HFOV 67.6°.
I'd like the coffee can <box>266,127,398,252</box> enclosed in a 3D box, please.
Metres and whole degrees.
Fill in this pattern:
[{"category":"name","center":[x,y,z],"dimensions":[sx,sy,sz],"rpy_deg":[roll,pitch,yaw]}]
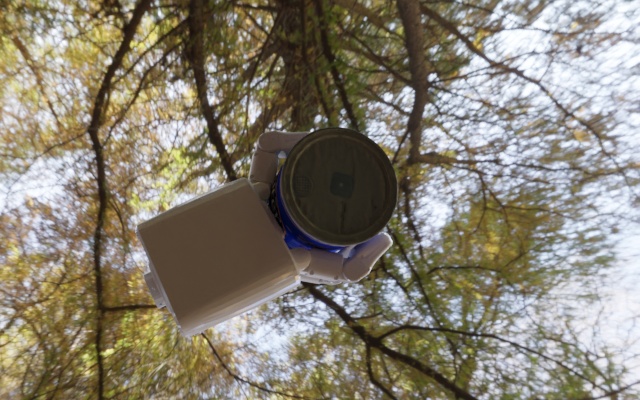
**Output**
[{"category":"coffee can","center":[0.000,0.001,0.463],"dimensions":[0.103,0.102,0.140],"rpy_deg":[0,-12,-15]}]
